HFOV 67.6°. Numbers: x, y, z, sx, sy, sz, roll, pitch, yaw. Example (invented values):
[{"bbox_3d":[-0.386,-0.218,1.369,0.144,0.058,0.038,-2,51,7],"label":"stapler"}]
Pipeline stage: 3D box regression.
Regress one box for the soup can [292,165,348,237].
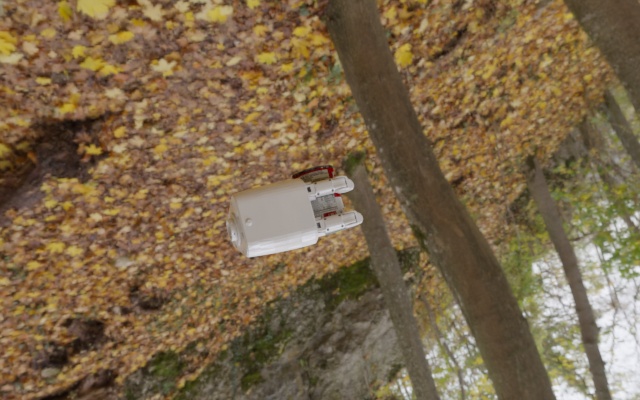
[{"bbox_3d":[0.001,0.003,0.751,0.068,0.102,0.068,-15,-7,-2],"label":"soup can"}]
